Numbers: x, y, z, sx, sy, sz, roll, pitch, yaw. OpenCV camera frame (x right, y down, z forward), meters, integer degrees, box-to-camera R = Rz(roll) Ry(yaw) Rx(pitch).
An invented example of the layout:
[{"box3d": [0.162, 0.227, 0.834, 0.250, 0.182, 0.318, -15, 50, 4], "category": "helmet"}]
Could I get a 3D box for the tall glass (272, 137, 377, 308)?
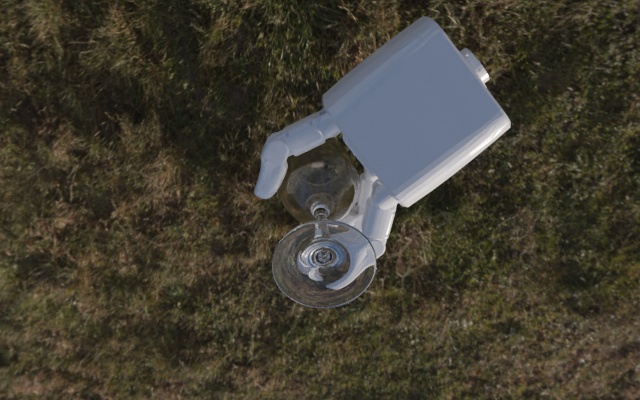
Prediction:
[{"box3d": [0.000, 0.002, 0.423, 0.079, 0.079, 0.201, 0, 27, -2], "category": "tall glass"}]
